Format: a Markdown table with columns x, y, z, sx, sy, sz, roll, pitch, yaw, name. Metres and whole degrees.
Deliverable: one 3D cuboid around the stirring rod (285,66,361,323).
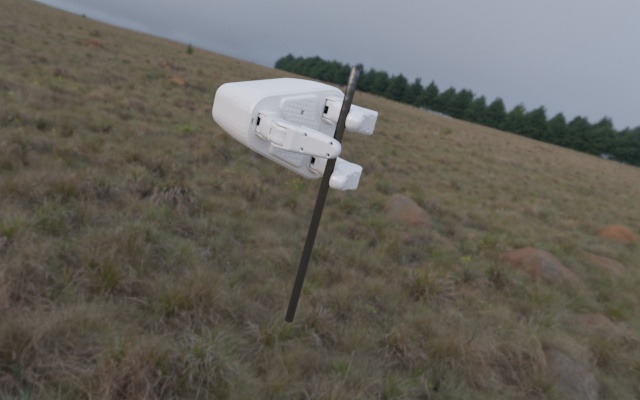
| x | y | z | sx | sy | sz | roll | pitch | yaw | name |
| --- | --- | --- | --- | --- | --- | --- | --- | --- | --- |
| 0.000 | 0.001 | 0.427 | 0.011 | 0.239 | 0.011 | 14 | 14 | -4 | stirring rod |
